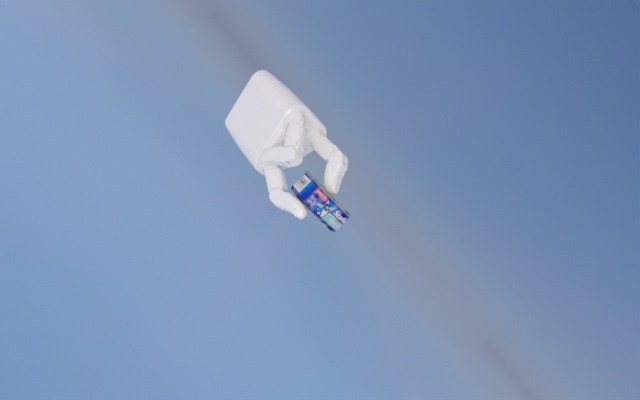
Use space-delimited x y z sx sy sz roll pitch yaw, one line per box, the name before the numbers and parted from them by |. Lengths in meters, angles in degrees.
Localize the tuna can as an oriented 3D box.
tuna can | 0.000 0.003 0.641 0.034 0.086 0.086 -44 -1 1
